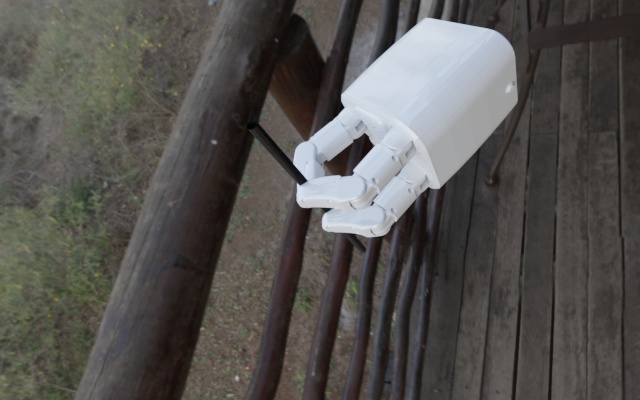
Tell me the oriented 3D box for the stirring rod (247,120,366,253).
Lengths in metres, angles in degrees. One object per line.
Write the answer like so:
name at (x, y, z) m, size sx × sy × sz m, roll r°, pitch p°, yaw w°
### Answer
stirring rod at (0.000, 0.001, 0.413) m, size 0.011 × 0.011 × 0.240 m, roll 0°, pitch -25°, yaw 24°
